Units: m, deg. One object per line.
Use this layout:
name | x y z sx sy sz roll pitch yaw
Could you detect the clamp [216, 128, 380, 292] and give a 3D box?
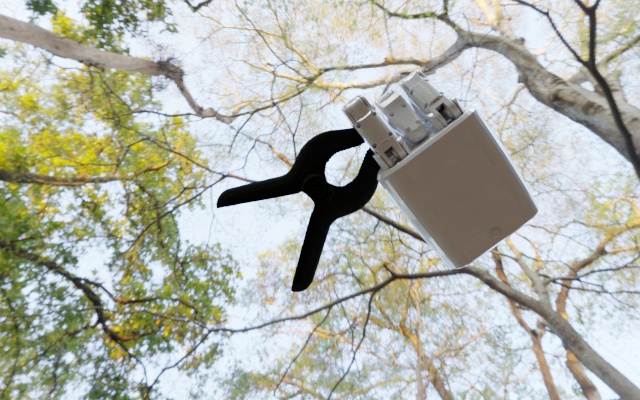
clamp | 0.000 0.001 0.445 0.171 0.120 0.039 -34 5 10
